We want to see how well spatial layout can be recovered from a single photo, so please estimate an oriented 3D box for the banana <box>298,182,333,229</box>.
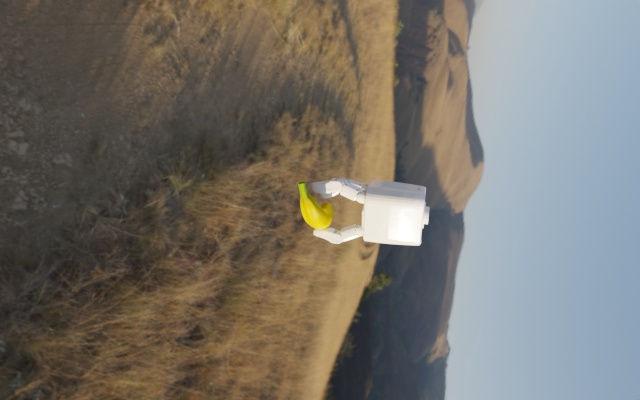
[{"bbox_3d":[-0.002,0.021,0.889,0.037,0.069,0.198,2,-11,13],"label":"banana"}]
